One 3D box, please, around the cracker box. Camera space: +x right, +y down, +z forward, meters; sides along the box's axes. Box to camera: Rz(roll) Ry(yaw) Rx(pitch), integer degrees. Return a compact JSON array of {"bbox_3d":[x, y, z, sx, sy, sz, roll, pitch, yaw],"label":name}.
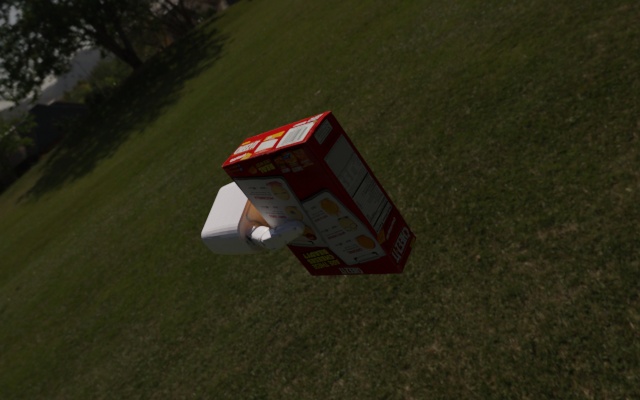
[{"bbox_3d":[0.000,0.002,0.616,0.164,0.214,0.072,-10,37,45],"label":"cracker box"}]
